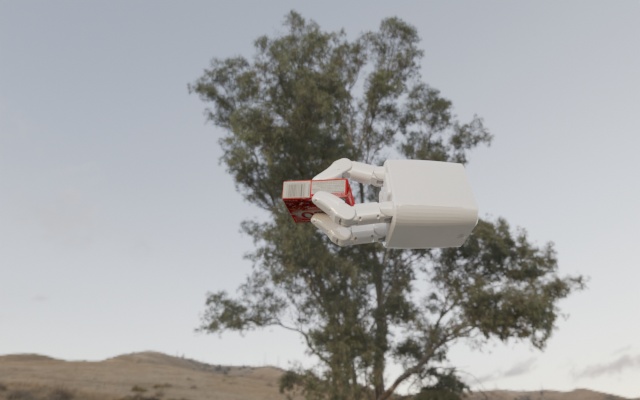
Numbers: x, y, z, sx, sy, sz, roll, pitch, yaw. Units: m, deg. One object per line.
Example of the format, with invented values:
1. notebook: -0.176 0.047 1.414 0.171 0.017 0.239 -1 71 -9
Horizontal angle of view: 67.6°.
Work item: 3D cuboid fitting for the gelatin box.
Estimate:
1. gelatin box: 0.000 0.002 0.644 0.089 0.030 0.073 -2 -28 11
